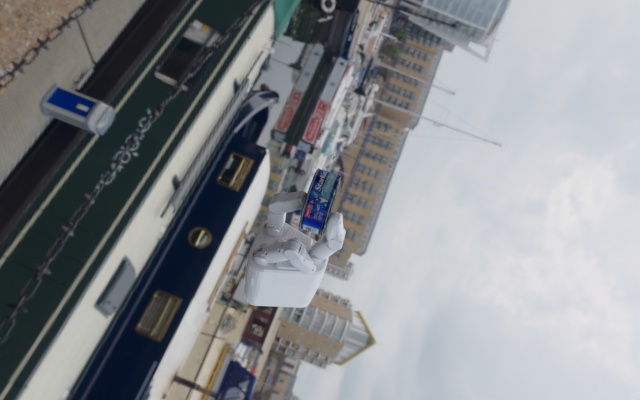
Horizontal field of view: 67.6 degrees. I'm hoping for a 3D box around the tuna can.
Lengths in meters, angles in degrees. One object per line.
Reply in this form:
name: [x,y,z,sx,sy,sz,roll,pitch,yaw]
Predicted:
tuna can: [0.001,0.002,0.642,0.034,0.086,0.086,18,1,4]
